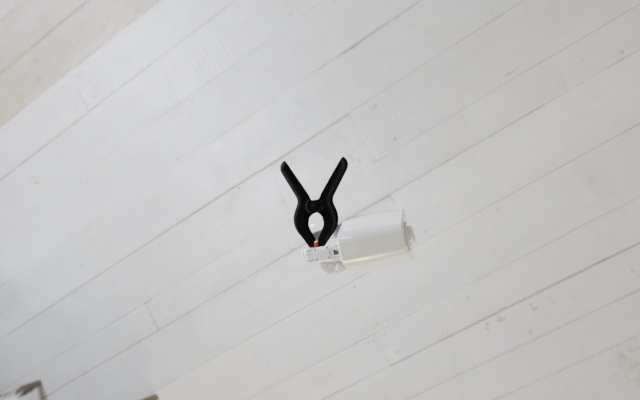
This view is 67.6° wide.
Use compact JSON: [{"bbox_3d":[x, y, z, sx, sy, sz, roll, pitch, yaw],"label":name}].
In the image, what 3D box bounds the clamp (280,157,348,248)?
[{"bbox_3d":[0.000,0.003,0.836,0.120,0.171,0.039,-12,-3,16],"label":"clamp"}]
